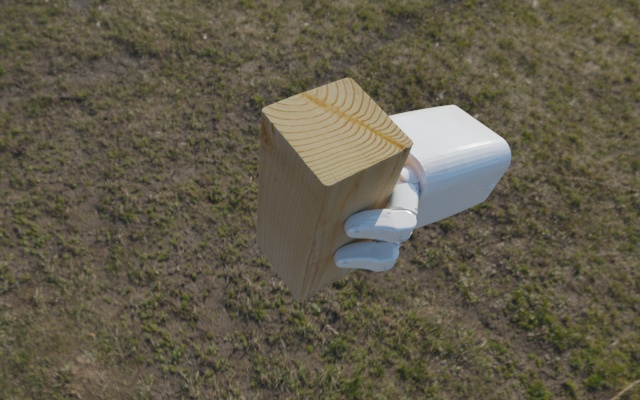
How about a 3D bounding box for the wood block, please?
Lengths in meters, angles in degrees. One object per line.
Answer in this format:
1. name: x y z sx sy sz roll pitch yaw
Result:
1. wood block: 0.000 0.001 0.454 0.090 0.090 0.206 -26 -27 -25
